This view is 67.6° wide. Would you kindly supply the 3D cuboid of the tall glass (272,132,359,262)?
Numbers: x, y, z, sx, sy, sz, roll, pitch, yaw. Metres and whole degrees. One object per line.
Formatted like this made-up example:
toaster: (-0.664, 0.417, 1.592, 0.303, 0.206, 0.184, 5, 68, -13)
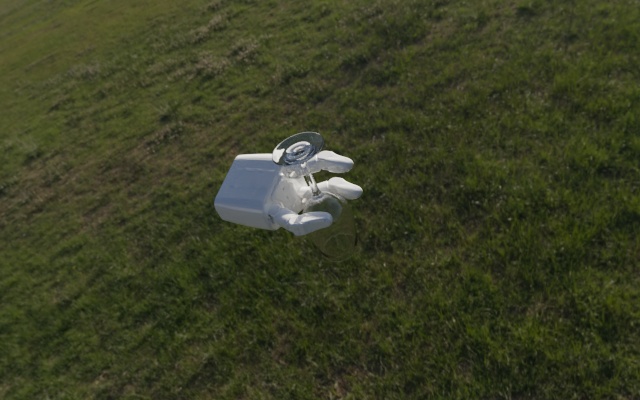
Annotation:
tall glass: (0.000, 0.002, 0.701, 0.079, 0.201, 0.079, -14, 38, 12)
